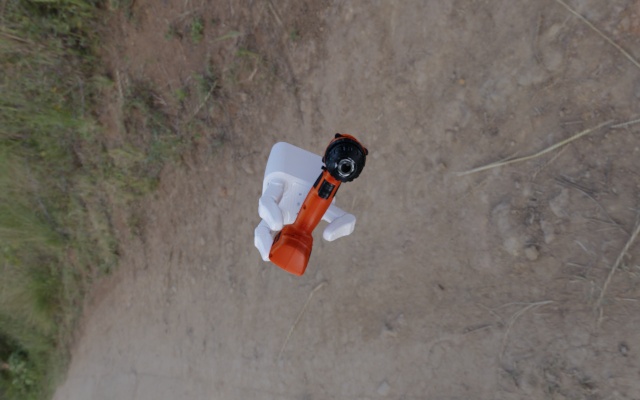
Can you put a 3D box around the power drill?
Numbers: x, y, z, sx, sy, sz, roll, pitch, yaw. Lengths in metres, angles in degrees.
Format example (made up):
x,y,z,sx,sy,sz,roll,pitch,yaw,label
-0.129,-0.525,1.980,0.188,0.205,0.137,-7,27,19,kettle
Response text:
x,y,z,sx,sy,sz,roll,pitch,yaw,label
0.000,0.002,0.623,0.057,0.188,0.184,30,13,-2,power drill
